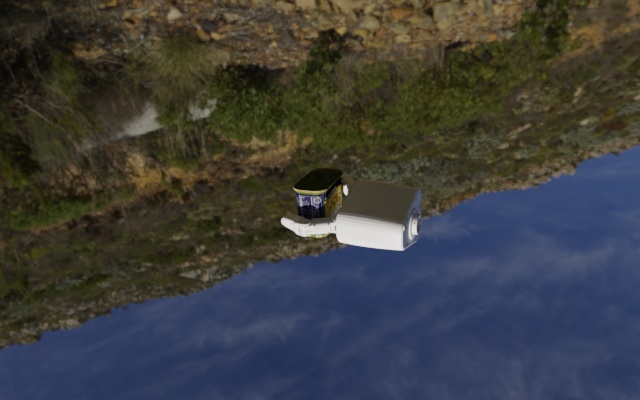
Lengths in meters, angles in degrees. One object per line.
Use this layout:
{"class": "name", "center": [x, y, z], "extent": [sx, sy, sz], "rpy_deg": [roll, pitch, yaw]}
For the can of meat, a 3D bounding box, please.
{"class": "can of meat", "center": [0.000, 0.003, 0.794], "extent": [0.057, 0.084, 0.102], "rpy_deg": [6, 26, 23]}
